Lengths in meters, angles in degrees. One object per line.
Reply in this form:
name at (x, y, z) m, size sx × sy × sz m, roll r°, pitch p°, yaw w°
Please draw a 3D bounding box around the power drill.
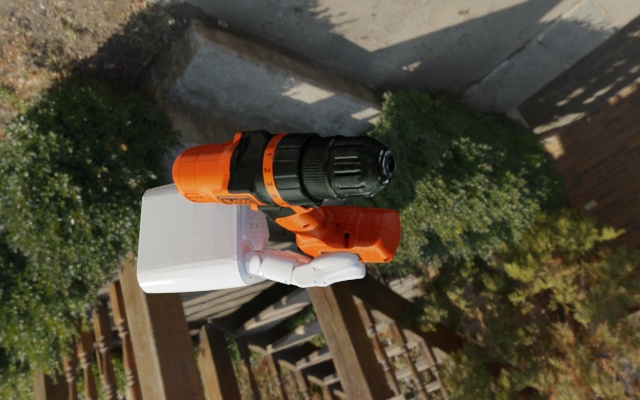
power drill at (0.000, 0.002, 0.401) m, size 0.184 × 0.057 × 0.188 m, roll 2°, pitch -21°, yaw 32°
